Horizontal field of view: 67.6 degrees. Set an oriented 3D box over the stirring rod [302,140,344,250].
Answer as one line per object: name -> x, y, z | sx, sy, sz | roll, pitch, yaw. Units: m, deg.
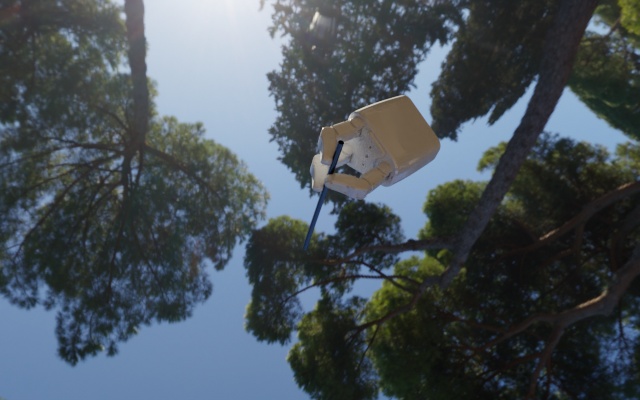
stirring rod -> 0.000, 0.002, 0.689 | 0.011, 0.011, 0.240 | 0, -39, -16
